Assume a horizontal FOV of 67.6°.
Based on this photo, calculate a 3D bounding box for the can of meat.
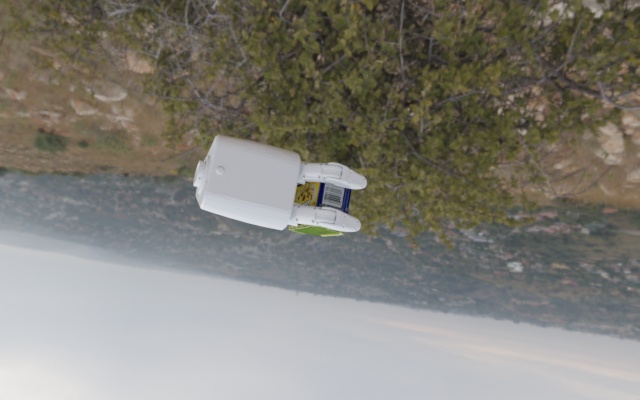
[{"bbox_3d":[0.000,0.002,0.643,0.057,0.084,0.102,15,-12,-23],"label":"can of meat"}]
